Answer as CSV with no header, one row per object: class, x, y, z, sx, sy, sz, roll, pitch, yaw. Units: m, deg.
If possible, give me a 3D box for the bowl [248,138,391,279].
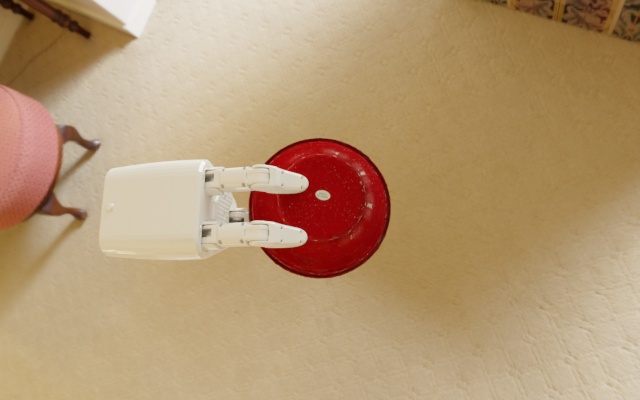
bowl,0.001,0.001,0.514,0.162,0.162,0.055,0,-11,-2
